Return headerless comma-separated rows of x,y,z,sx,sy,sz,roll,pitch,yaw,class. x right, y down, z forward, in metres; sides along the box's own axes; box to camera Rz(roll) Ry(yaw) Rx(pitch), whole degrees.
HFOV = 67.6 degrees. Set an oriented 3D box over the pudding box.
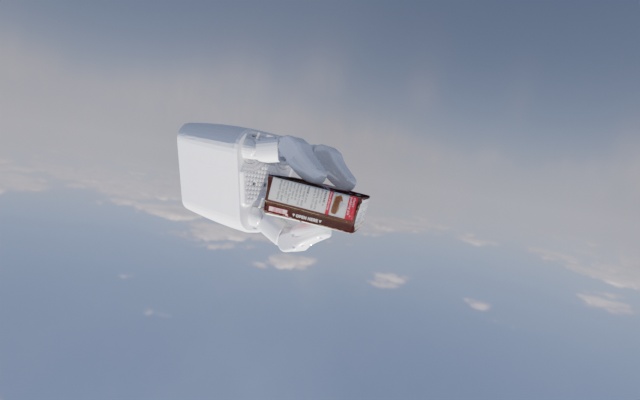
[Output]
0.000,0.002,0.478,0.090,0.039,0.113,13,5,8,pudding box
